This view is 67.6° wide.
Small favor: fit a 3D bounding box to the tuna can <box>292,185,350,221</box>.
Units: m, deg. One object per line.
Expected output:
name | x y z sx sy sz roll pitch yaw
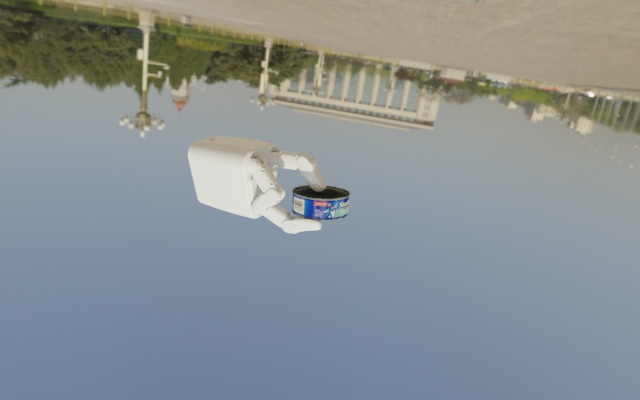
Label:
tuna can | 0.000 0.003 0.710 0.086 0.034 0.086 3 14 -1
